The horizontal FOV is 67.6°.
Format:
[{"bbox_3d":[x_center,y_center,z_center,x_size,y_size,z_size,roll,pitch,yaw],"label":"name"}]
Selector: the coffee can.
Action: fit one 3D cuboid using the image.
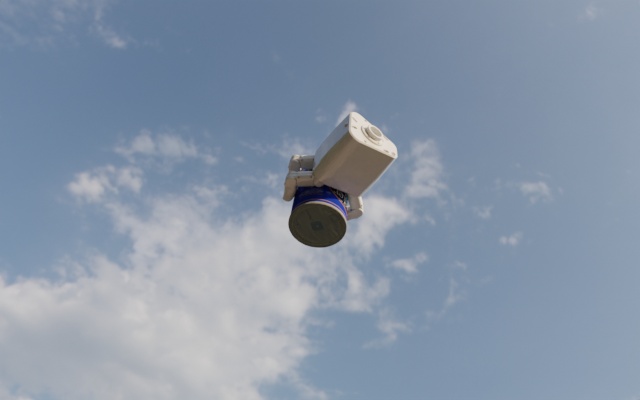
[{"bbox_3d":[0.000,0.003,0.883,0.103,0.103,0.140,0,38,6],"label":"coffee can"}]
